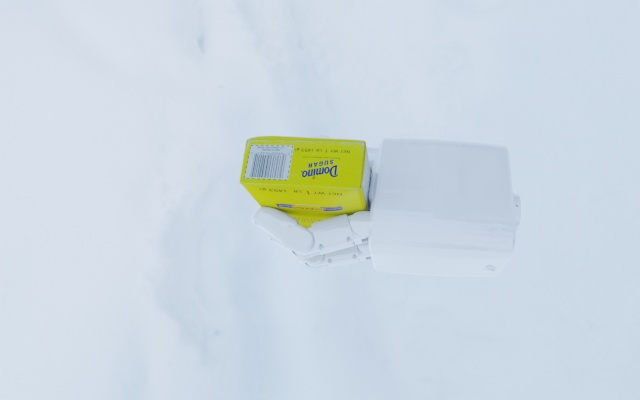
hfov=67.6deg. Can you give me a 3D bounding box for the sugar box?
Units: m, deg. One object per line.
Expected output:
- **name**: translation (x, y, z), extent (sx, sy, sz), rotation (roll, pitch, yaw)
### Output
- **sugar box**: translation (0.000, 0.002, 0.427), extent (0.093, 0.048, 0.176), rotation (4, -21, 12)
